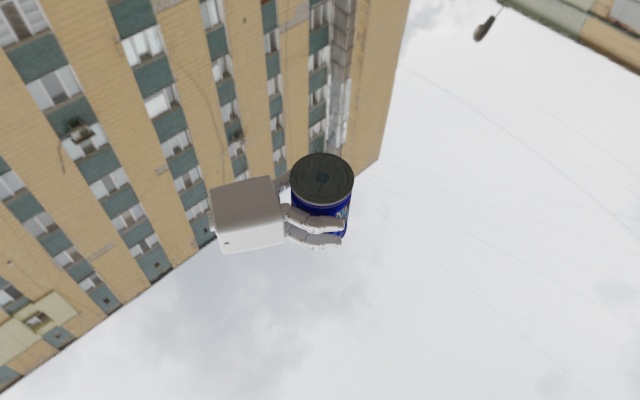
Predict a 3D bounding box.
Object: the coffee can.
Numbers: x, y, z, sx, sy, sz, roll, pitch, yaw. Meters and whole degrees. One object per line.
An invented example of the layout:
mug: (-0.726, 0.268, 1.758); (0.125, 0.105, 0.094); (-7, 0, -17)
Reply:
coffee can: (0.000, 0.002, 0.805); (0.103, 0.102, 0.140); (0, -35, -2)
